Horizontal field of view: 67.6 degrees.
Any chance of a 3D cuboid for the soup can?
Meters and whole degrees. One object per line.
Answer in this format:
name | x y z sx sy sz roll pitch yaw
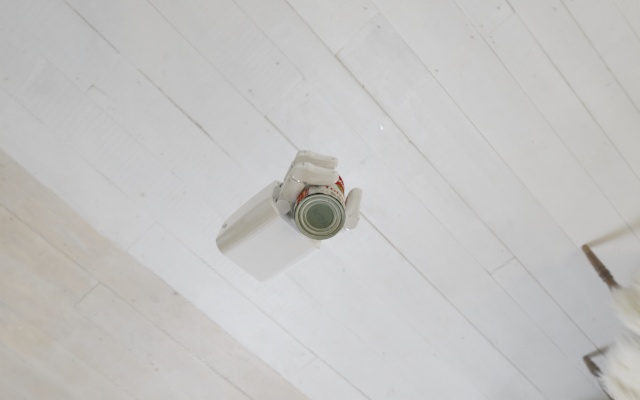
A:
soup can | 0.001 0.002 0.652 0.068 0.068 0.102 0 23 2
